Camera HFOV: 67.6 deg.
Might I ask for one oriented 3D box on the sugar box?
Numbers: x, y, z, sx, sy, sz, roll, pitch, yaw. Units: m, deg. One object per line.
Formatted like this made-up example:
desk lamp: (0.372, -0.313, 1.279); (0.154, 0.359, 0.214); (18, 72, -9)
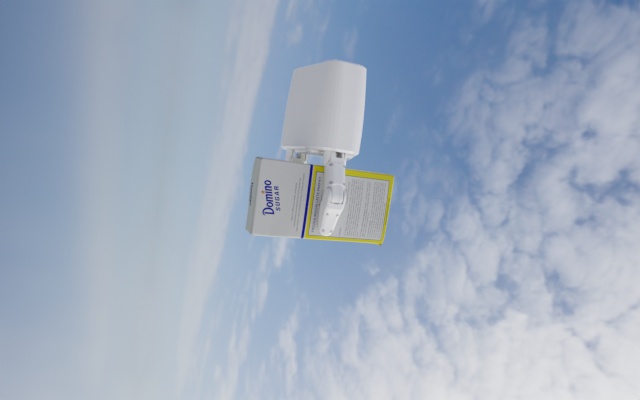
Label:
sugar box: (0.000, 0.002, 0.597); (0.176, 0.093, 0.048); (7, 4, -19)
